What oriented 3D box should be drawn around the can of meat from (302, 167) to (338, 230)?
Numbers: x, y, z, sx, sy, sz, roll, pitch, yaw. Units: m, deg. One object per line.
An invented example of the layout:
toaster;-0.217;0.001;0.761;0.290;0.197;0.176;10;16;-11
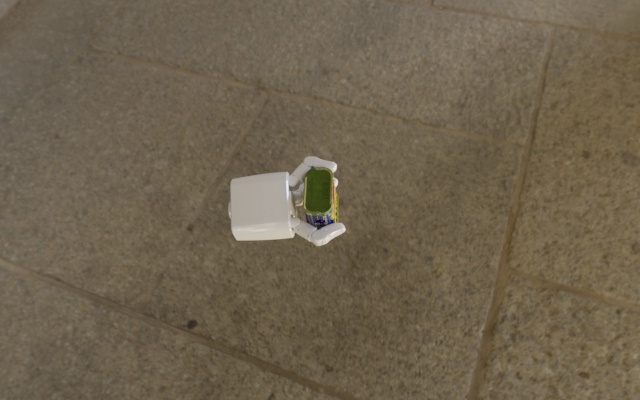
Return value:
can of meat;0.000;0.003;0.857;0.057;0.102;0.084;-2;-32;6
